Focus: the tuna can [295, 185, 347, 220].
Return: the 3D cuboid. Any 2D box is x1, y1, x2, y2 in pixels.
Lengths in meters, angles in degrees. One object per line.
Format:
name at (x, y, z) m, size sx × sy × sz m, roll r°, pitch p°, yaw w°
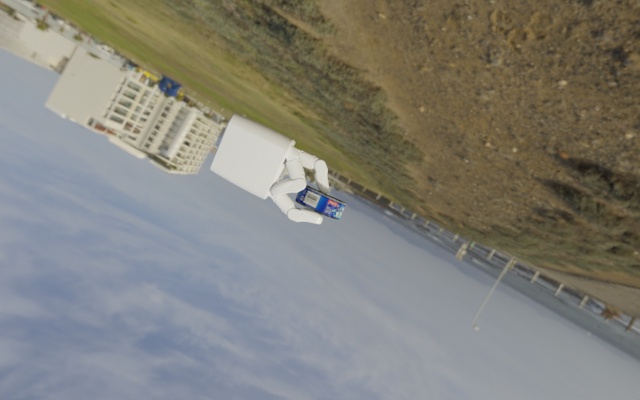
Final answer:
tuna can at (0.000, 0.003, 0.831) m, size 0.086 × 0.034 × 0.086 m, roll 24°, pitch 2°, yaw -1°
